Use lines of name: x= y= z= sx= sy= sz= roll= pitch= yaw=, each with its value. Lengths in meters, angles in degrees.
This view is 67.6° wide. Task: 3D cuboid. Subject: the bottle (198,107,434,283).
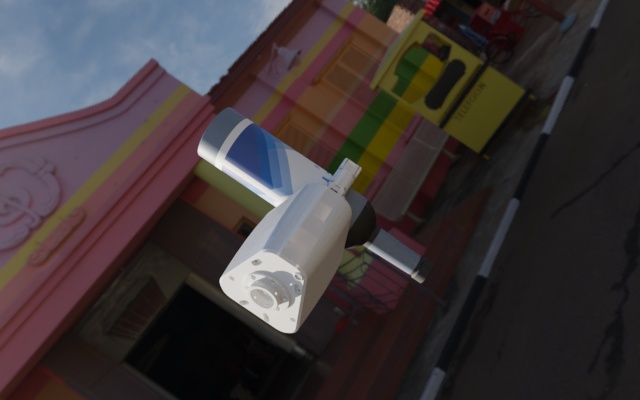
bottle: x=0.000 y=0.002 z=0.550 sx=0.295 sy=0.069 sz=0.069 roll=34 pitch=1 yaw=1
